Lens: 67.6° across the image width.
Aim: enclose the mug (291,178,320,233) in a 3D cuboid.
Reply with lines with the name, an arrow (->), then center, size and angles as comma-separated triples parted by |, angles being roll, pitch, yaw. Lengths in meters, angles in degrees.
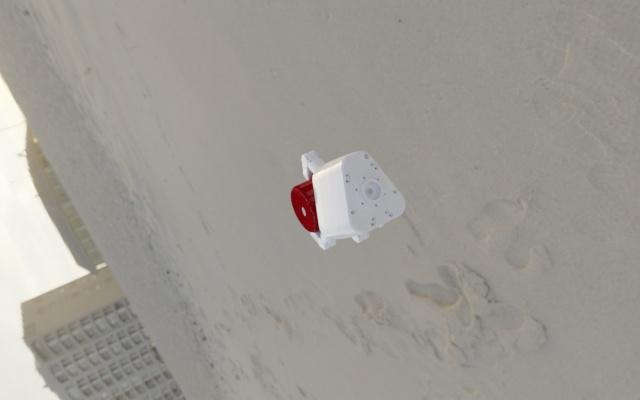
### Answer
mug -> -0.001, 0.003, 0.788 | 0.081, 0.093, 0.117 | -25, 2, -22
